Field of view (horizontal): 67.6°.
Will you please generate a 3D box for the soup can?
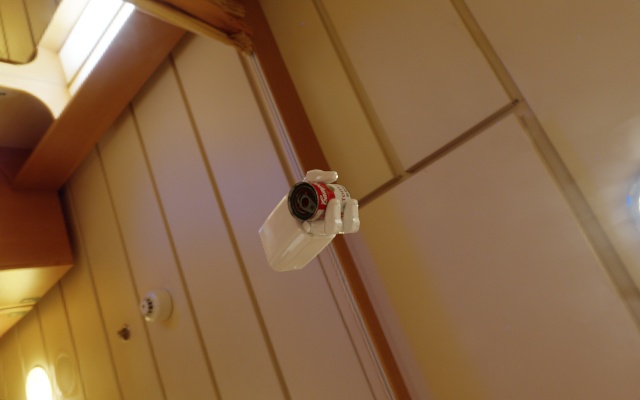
[{"bbox_3d":[0.001,0.002,0.847,0.068,0.068,0.102,0,-1,38],"label":"soup can"}]
